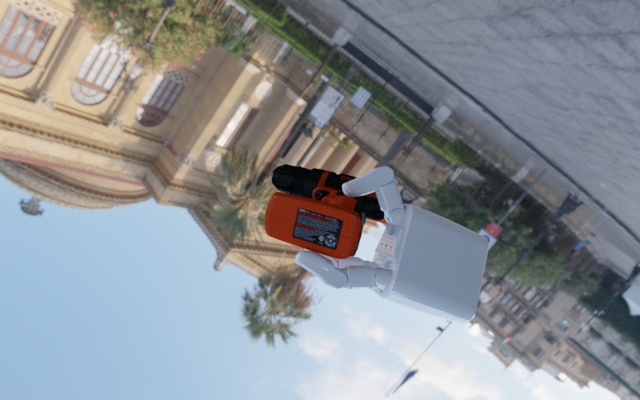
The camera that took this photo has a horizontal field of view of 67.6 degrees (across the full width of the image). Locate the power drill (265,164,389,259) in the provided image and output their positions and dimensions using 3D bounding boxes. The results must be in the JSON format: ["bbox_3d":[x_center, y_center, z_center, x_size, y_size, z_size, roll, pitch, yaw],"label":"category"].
[{"bbox_3d":[0.000,0.002,0.592,0.184,0.057,0.187,14,18,13],"label":"power drill"}]
